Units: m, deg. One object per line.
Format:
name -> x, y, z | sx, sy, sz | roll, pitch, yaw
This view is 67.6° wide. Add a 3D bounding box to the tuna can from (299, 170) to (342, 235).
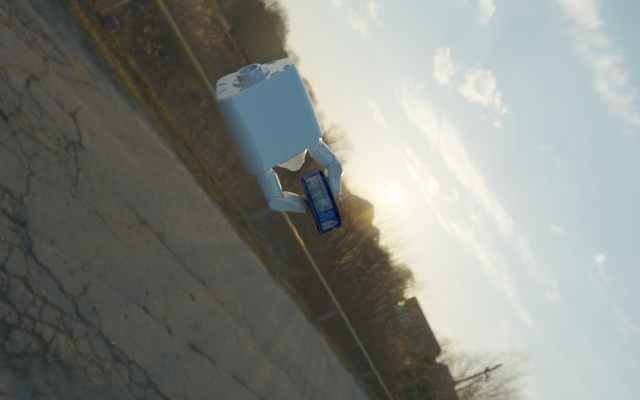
tuna can -> 0.001, 0.002, 0.663 | 0.034, 0.086, 0.086 | -20, 1, -3
